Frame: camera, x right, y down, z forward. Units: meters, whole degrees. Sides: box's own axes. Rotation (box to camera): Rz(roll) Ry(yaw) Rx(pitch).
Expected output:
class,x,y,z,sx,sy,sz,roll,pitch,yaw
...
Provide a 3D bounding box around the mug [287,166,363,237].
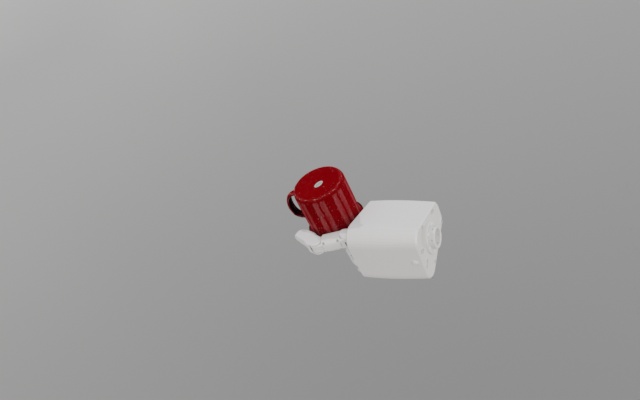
class,x,y,z,sx,sy,sz,roll,pitch,yaw
mug,-0.001,0.002,0.738,0.117,0.081,0.093,-1,43,31
